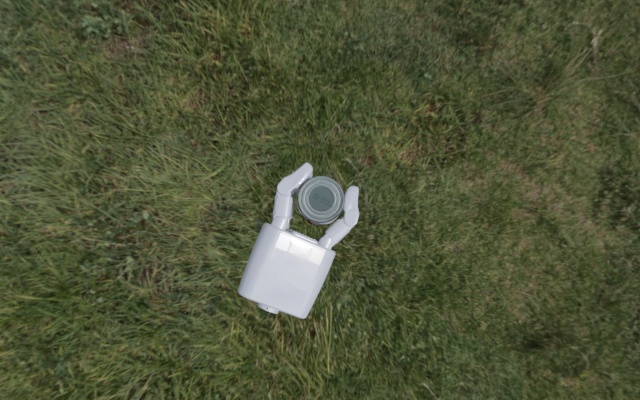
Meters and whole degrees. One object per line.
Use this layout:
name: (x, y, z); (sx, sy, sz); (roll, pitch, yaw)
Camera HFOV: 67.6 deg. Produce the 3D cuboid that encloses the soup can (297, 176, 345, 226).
soup can: (0.000, 0.002, 0.708); (0.068, 0.068, 0.102); (0, -5, -1)
